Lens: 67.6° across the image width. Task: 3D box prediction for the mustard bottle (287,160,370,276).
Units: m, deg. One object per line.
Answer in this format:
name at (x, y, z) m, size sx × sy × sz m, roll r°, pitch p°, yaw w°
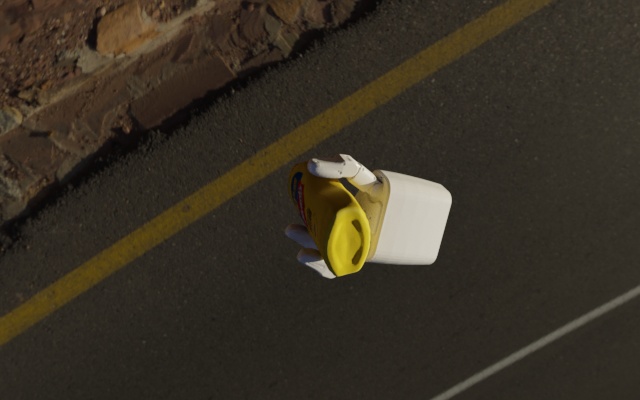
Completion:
mustard bottle at (0.000, 0.002, 0.607) m, size 0.058 × 0.096 × 0.191 m, roll -13°, pitch 35°, yaw -14°
